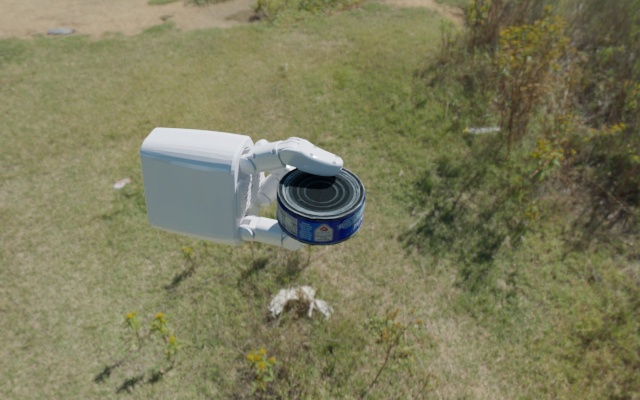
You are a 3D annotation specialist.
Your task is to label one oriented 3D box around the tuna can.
[{"bbox_3d":[0.000,0.001,0.459,0.086,0.034,0.086,2,41,-2],"label":"tuna can"}]
